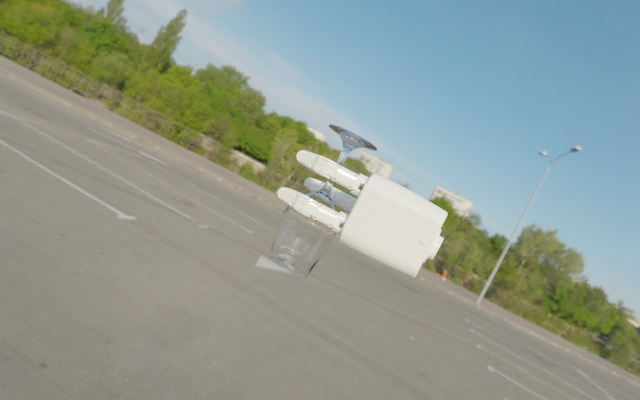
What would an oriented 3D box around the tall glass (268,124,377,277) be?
[{"bbox_3d":[0.000,0.001,0.656,0.079,0.201,0.079,27,1,-1],"label":"tall glass"}]
